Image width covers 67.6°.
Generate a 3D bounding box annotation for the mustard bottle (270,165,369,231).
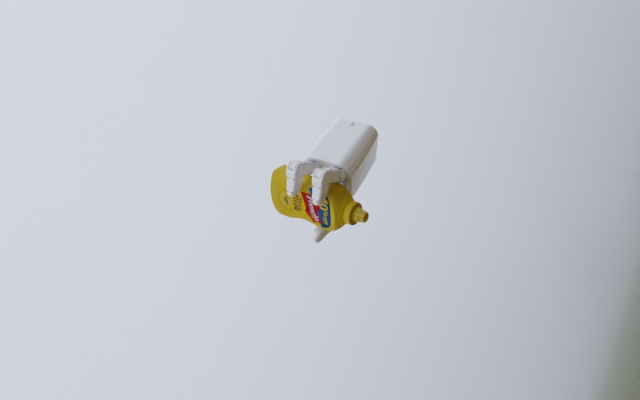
[{"bbox_3d":[0.000,0.003,0.838,0.191,0.096,0.058,18,36,33],"label":"mustard bottle"}]
